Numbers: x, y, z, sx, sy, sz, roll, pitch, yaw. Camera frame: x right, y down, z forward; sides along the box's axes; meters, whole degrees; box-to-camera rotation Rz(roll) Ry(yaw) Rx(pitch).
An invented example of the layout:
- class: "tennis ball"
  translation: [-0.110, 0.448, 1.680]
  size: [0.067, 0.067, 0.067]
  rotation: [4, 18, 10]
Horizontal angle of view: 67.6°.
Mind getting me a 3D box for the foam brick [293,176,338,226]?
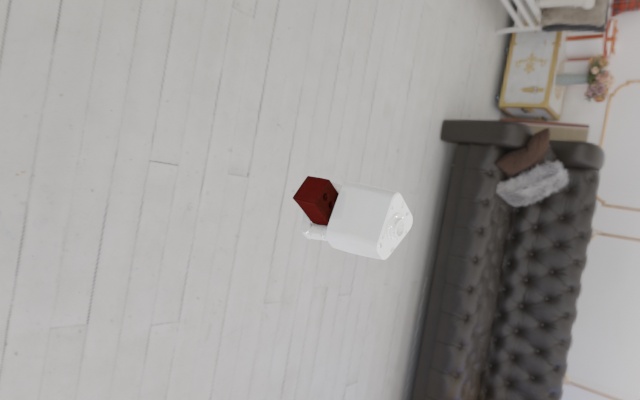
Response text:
- class: "foam brick"
  translation: [0.000, 0.003, 0.831]
  size: [0.051, 0.053, 0.078]
  rotation: [13, -29, 39]
